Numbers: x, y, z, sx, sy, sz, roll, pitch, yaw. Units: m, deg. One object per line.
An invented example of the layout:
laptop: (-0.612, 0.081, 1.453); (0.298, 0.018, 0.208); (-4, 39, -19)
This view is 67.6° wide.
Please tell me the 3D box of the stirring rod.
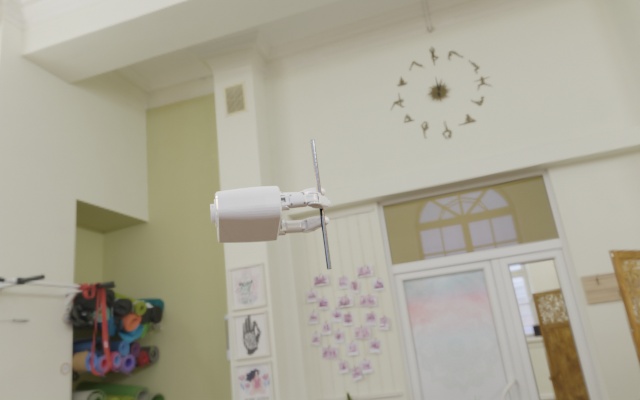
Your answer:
stirring rod: (0.000, 0.003, 0.851); (0.011, 0.239, 0.011); (-7, -16, -2)
